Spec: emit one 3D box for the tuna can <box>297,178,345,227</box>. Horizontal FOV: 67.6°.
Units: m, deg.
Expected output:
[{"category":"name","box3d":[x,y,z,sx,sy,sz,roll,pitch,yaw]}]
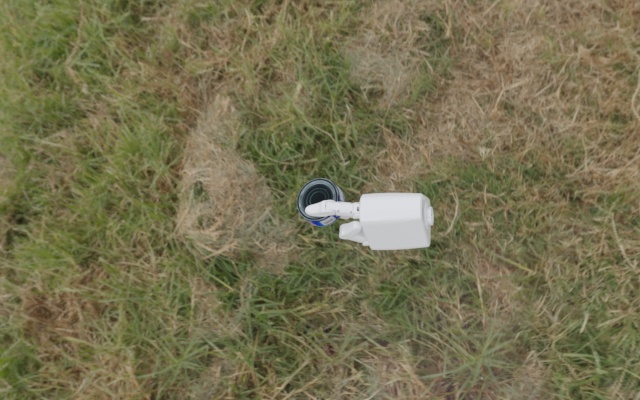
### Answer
[{"category":"tuna can","box3d":[0.000,0.003,0.878,0.086,0.086,0.034,0,-19,25]}]
